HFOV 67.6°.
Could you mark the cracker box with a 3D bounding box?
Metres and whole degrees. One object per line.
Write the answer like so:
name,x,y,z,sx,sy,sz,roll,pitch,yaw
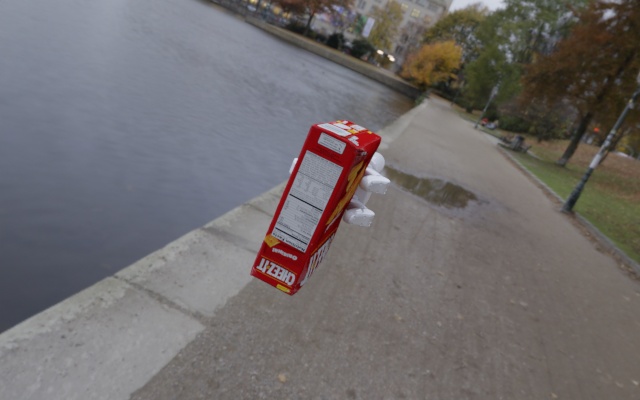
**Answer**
cracker box,0.000,0.002,0.652,0.072,0.214,0.164,27,17,10
